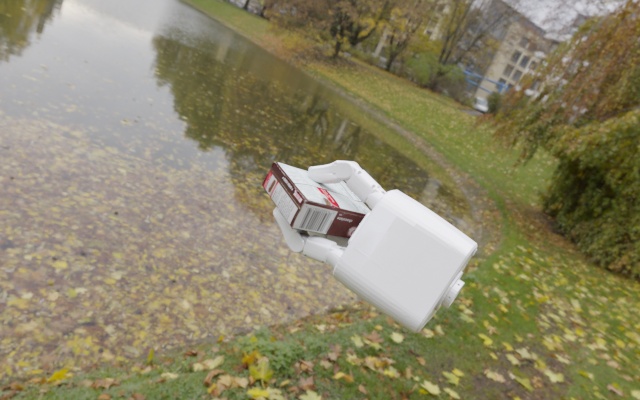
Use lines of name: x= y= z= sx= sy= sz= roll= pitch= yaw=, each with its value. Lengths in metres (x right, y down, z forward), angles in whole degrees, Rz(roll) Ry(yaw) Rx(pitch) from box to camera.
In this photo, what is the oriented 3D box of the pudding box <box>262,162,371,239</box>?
pudding box: x=0.000 y=0.002 z=0.556 sx=0.113 sy=0.039 sz=0.090 roll=15 pitch=23 yaw=-38
